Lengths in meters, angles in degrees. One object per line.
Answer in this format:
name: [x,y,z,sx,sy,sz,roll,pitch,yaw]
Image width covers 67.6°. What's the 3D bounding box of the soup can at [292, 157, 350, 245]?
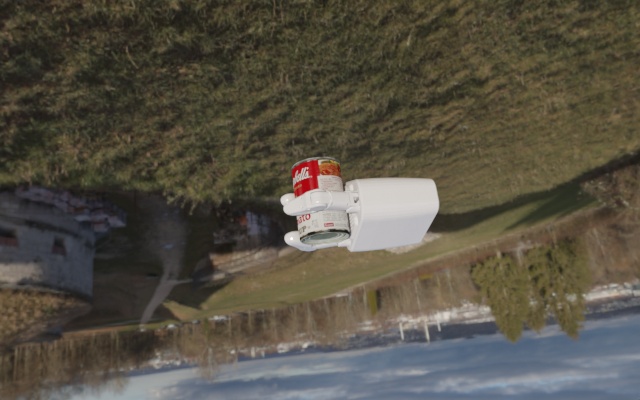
soup can: [0.000,0.002,0.635,0.068,0.102,0.068,-6,-18,-2]
